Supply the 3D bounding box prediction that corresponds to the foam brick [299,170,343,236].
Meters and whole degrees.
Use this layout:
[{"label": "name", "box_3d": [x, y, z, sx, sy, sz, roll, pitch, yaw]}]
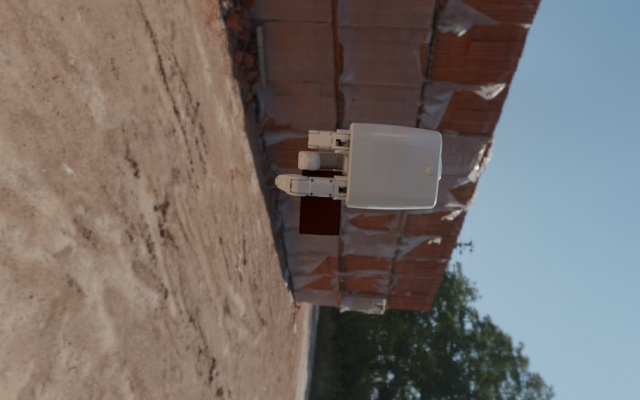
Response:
[{"label": "foam brick", "box_3d": [0.000, 0.002, 0.604, 0.051, 0.078, 0.053, 3, 9, -2]}]
